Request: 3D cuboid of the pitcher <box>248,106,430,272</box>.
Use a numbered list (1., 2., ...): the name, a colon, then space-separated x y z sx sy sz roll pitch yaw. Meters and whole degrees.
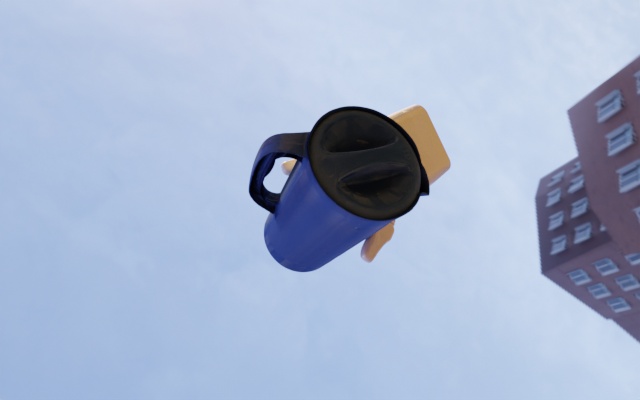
1. pitcher: 0.000 0.002 0.581 0.145 0.149 0.243 -33 -8 -32
